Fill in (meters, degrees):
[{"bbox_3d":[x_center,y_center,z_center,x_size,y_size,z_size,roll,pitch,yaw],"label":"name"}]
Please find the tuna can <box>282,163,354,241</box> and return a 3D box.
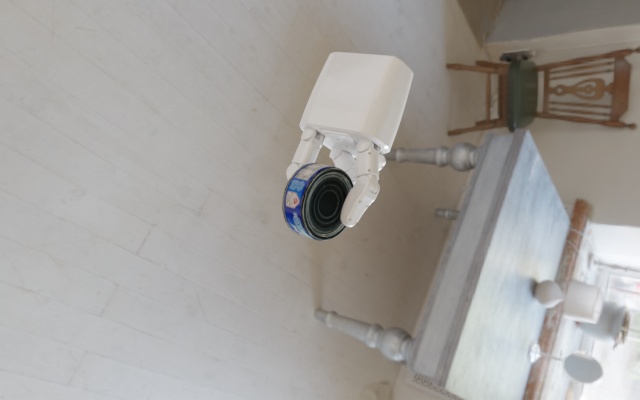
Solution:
[{"bbox_3d":[0.000,0.002,0.540,0.086,0.086,0.033,0,11,-44],"label":"tuna can"}]
